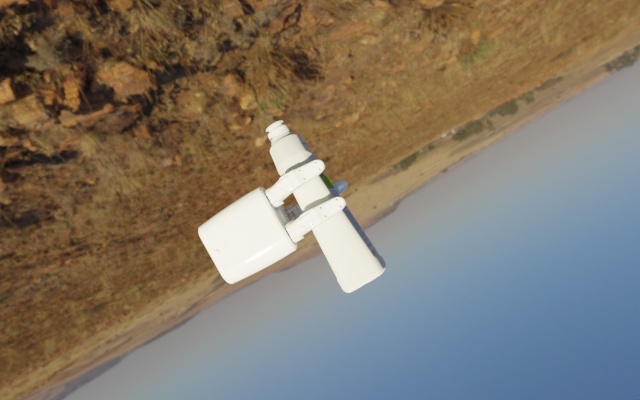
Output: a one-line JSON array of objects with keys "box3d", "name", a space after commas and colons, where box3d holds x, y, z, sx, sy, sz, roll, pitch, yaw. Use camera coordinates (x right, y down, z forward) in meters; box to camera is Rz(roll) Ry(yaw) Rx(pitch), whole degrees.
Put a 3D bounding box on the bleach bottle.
[{"box3d": [0.000, 0.002, 0.671, 0.068, 0.251, 0.102, -31, -5, 6], "name": "bleach bottle"}]
